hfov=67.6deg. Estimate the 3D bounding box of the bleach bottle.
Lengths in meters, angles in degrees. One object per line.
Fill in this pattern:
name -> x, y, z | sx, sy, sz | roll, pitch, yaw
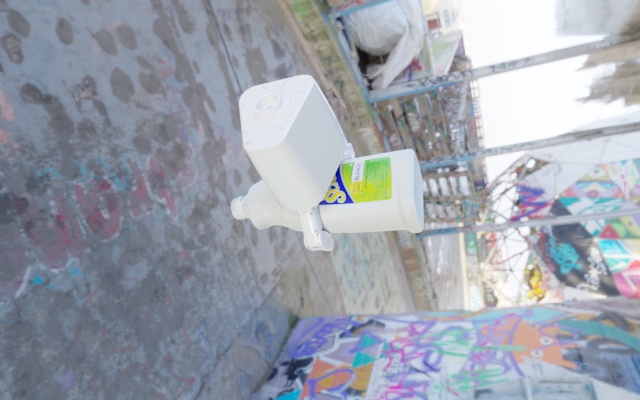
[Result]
bleach bottle -> 0.000, 0.002, 0.610 | 0.251, 0.102, 0.068 | -8, -37, 20
